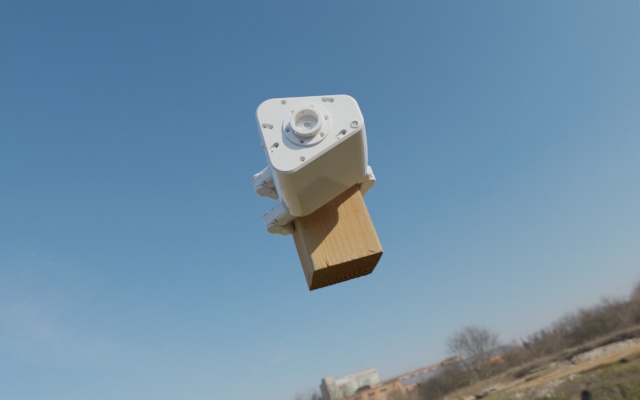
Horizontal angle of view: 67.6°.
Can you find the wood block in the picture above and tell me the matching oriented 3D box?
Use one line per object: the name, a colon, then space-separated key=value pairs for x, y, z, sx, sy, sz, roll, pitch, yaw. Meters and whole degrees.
wood block: x=0.000 y=0.002 z=0.639 sx=0.091 sy=0.206 sz=0.090 roll=-14 pitch=-24 yaw=-11
